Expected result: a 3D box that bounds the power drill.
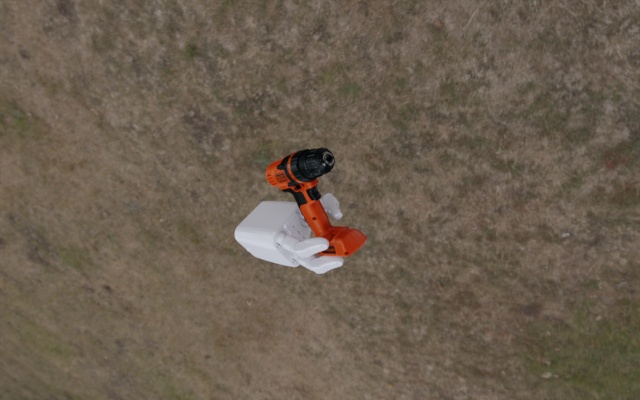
[{"bbox_3d":[0.000,0.003,0.788,0.057,0.188,0.184,-36,14,-27],"label":"power drill"}]
